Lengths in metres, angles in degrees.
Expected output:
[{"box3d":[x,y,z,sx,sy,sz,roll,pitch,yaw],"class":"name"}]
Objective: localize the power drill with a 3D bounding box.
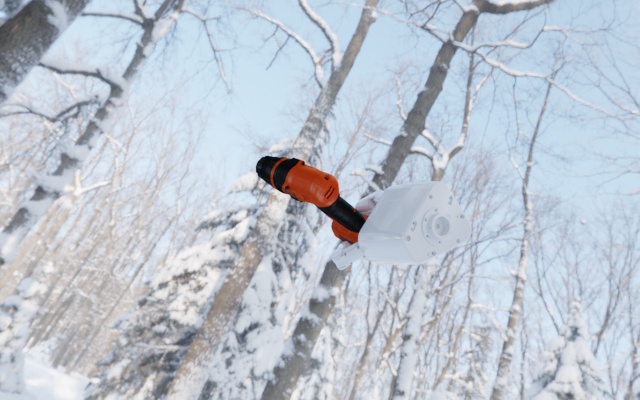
[{"box3d":[0.001,0.003,0.728,0.188,0.057,0.184,38,-7,-37],"class":"power drill"}]
